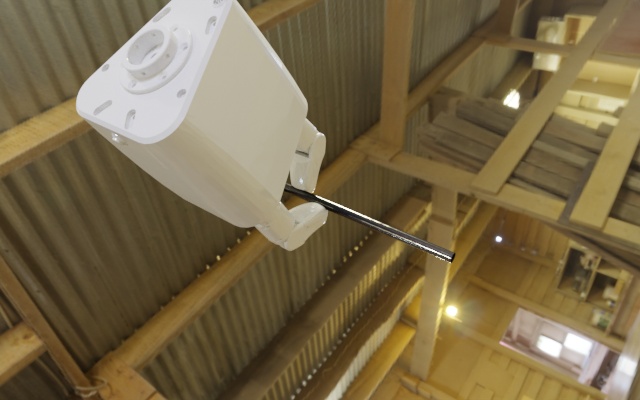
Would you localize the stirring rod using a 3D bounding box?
[{"bbox_3d":[0.000,0.001,0.404,0.239,0.011,0.011,23,12,31],"label":"stirring rod"}]
